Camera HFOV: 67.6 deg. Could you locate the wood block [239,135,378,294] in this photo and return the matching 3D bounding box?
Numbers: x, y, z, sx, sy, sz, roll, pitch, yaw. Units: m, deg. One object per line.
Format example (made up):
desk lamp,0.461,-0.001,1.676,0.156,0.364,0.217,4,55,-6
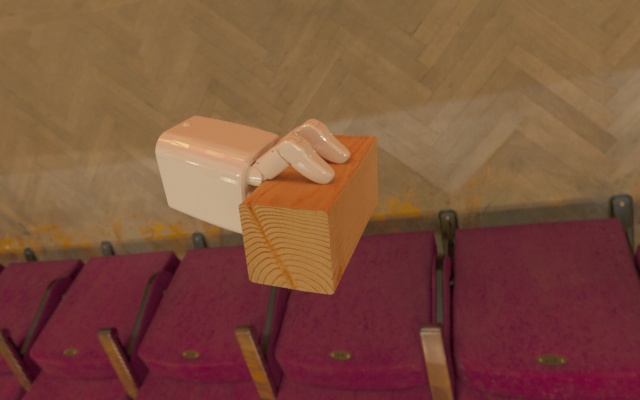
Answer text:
wood block,0.000,0.002,0.530,0.090,0.091,0.206,5,27,18
